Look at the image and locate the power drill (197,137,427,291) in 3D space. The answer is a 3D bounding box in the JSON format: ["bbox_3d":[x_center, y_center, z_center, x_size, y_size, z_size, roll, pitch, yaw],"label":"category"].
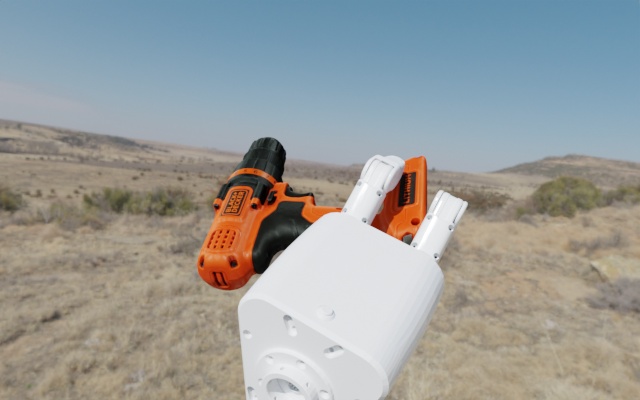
[{"bbox_3d":[0.000,0.002,0.427,0.187,0.057,0.184,-2,43,13],"label":"power drill"}]
